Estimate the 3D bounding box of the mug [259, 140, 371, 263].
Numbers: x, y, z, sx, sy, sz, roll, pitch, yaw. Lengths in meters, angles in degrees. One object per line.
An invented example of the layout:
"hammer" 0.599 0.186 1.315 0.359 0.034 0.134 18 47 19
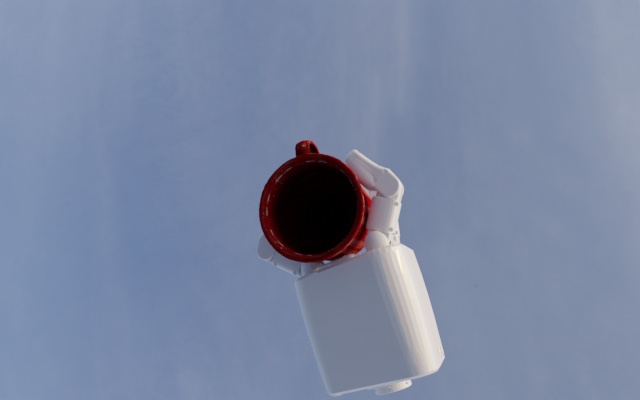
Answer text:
"mug" 0.000 0.000 0.438 0.093 0.117 0.081 -19 -16 14
